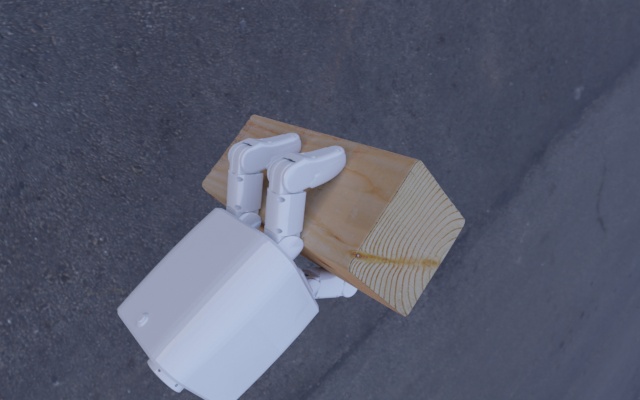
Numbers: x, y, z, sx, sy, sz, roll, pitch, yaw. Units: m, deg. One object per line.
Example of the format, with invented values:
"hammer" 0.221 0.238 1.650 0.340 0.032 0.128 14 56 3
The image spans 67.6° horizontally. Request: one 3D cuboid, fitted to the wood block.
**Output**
"wood block" 0.000 0.002 0.408 0.206 0.090 0.091 24 -14 46
